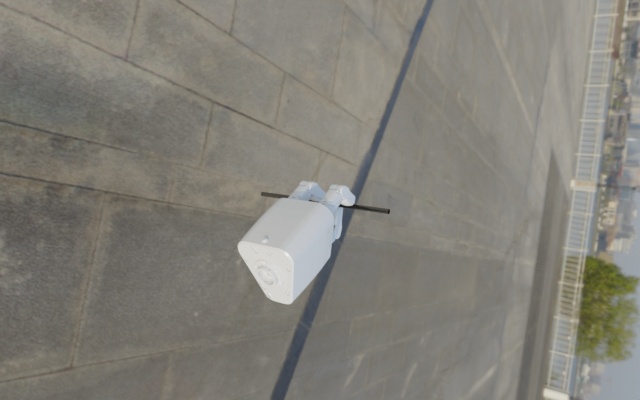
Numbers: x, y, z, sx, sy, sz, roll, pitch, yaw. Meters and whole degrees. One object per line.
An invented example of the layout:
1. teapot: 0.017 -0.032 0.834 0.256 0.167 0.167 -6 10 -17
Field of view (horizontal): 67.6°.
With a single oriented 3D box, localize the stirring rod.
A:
1. stirring rod: 0.000 0.003 0.777 0.239 0.011 0.011 8 4 31
